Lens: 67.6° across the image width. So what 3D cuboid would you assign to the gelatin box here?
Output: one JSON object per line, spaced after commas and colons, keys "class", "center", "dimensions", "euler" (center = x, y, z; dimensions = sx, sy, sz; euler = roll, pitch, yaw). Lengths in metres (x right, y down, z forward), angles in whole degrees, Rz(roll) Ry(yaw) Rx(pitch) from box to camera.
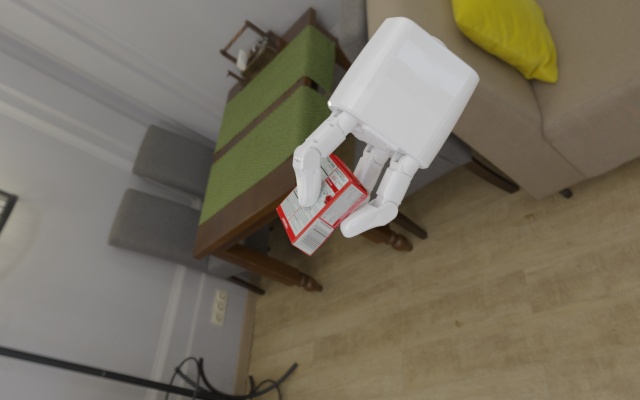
{"class": "gelatin box", "center": [0.000, 0.002, 0.491], "dimensions": [0.030, 0.089, 0.073], "euler": [38, 10, -32]}
